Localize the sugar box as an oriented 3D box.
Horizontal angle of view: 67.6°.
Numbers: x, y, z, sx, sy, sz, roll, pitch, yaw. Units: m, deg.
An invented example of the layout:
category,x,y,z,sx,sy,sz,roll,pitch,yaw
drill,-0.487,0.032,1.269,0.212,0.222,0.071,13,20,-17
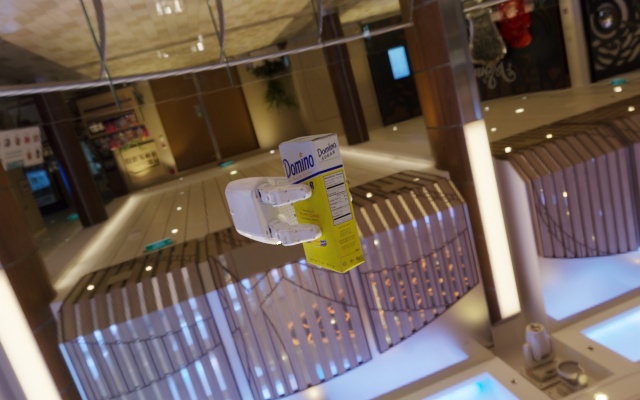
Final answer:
category,x,y,z,sx,sy,sz,roll,pitch,yaw
sugar box,0.000,0.002,0.639,0.048,0.176,0.093,-23,14,-30
